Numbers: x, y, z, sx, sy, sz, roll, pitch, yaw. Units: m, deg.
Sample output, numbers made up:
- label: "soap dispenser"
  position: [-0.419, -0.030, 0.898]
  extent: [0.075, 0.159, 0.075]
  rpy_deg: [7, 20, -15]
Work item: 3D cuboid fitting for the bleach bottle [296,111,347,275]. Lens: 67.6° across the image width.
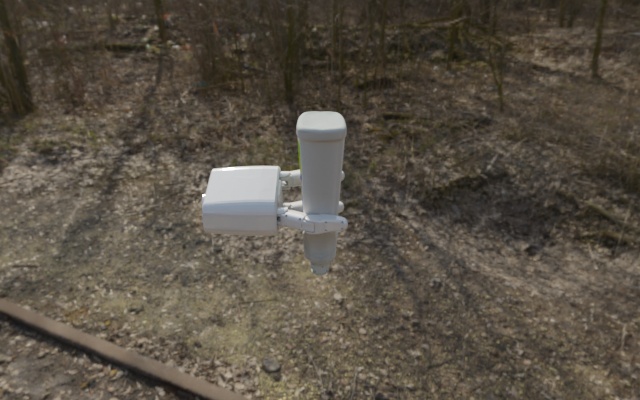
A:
- label: "bleach bottle"
  position: [0.000, 0.002, 0.706]
  extent: [0.068, 0.251, 0.102]
  rpy_deg: [0, 25, 0]
